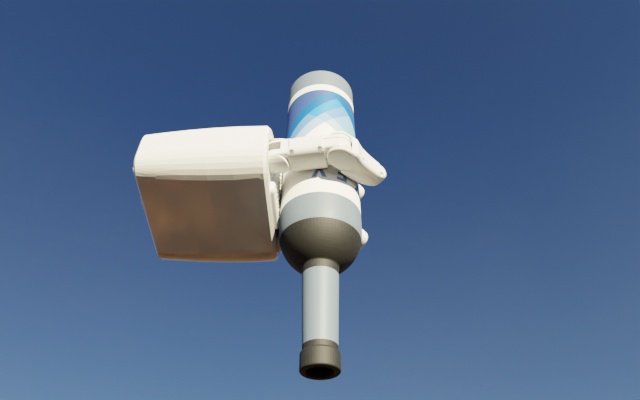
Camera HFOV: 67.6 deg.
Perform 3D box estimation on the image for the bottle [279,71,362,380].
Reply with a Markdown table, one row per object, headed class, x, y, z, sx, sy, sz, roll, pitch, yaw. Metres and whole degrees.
| class | x | y | z | sx | sy | sz | roll | pitch | yaw |
| --- | --- | --- | --- | --- | --- | --- | --- | --- | --- |
| bottle | 0.000 | 0.001 | 0.405 | 0.069 | 0.295 | 0.069 | 0 | -42 | 0 |
